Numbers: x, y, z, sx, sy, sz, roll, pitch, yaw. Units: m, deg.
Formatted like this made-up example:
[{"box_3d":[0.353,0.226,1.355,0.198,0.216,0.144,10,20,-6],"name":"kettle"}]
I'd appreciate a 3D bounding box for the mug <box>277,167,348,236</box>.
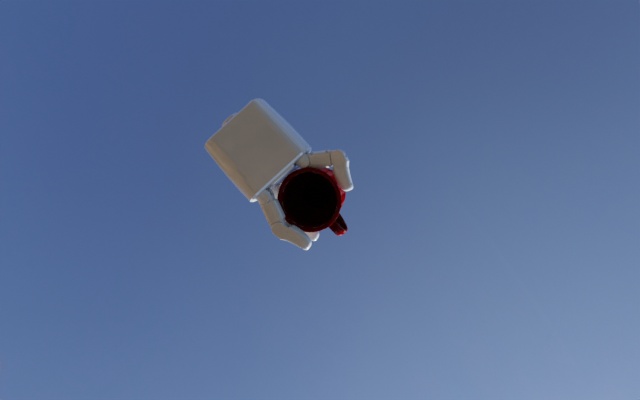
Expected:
[{"box_3d":[0.001,0.003,0.710,0.093,0.117,0.081,-42,-1,15],"name":"mug"}]
